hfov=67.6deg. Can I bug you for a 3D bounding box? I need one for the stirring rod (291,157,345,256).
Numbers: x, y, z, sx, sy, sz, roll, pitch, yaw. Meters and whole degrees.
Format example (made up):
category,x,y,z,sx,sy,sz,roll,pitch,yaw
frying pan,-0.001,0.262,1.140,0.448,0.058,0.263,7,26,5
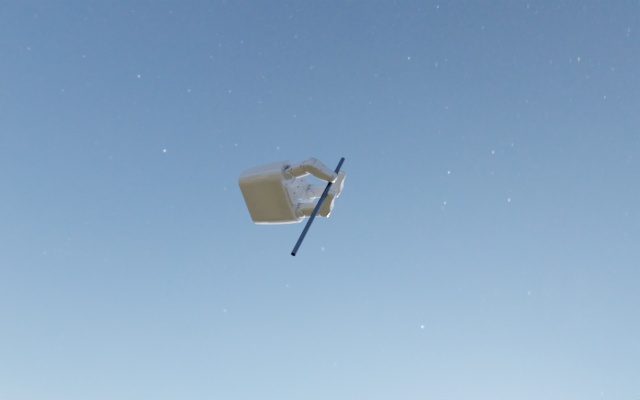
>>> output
category,x,y,z,sx,sy,sz,roll,pitch,yaw
stirring rod,0.000,0.003,0.806,0.011,0.011,0.239,0,41,28
